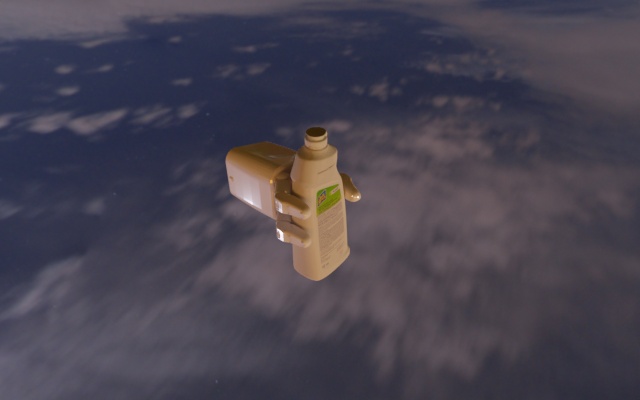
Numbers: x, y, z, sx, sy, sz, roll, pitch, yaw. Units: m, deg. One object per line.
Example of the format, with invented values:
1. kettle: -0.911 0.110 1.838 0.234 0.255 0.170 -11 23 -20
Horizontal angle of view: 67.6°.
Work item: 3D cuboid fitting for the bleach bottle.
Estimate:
1. bleach bottle: 0.000 0.002 0.728 0.068 0.251 0.102 25 44 29
